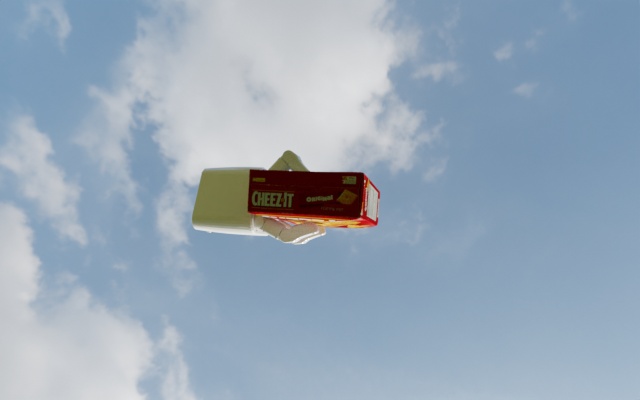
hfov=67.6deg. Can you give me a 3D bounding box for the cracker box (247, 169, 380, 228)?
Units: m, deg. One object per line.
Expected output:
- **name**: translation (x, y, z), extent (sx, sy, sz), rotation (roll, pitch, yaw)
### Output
- **cracker box**: translation (0.000, 0.002, 0.748), extent (0.164, 0.072, 0.214), rotation (2, -5, 13)
